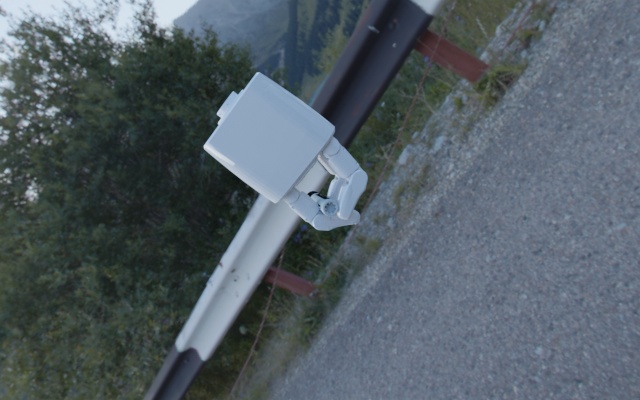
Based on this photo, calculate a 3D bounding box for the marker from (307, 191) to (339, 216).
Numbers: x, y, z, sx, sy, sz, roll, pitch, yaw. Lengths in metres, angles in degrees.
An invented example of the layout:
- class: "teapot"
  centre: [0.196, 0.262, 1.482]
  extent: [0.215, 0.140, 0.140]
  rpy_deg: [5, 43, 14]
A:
- class: "marker"
  centre: [0.000, 0.002, 0.598]
  extent: [0.020, 0.020, 0.121]
  rpy_deg: [0, 7, -11]
